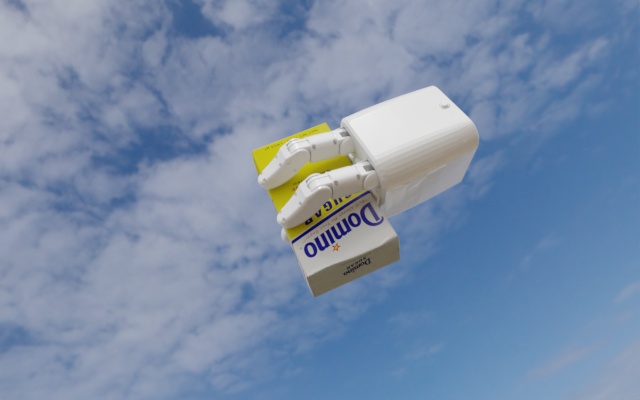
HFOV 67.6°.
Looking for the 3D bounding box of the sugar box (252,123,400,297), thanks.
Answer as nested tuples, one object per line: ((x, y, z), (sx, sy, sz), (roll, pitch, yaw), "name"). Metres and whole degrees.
((0.000, 0.001, 0.487), (0.093, 0.176, 0.048), (-23, -41, -7), "sugar box")
